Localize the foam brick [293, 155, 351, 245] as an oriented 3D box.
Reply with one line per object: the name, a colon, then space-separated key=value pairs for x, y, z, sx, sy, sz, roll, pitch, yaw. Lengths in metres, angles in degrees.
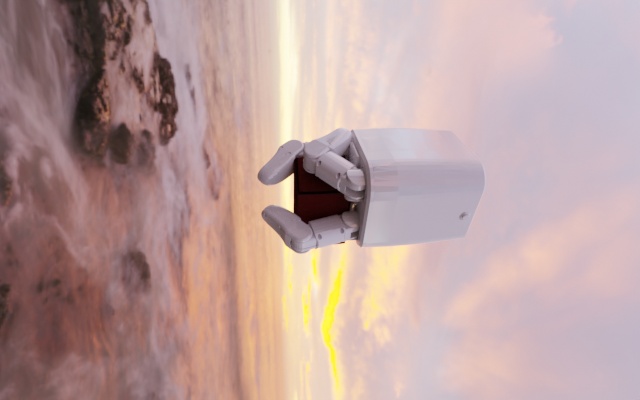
foam brick: x=0.000 y=0.002 z=0.475 sx=0.051 sy=0.053 sz=0.078 roll=-3 pitch=-43 yaw=-6
